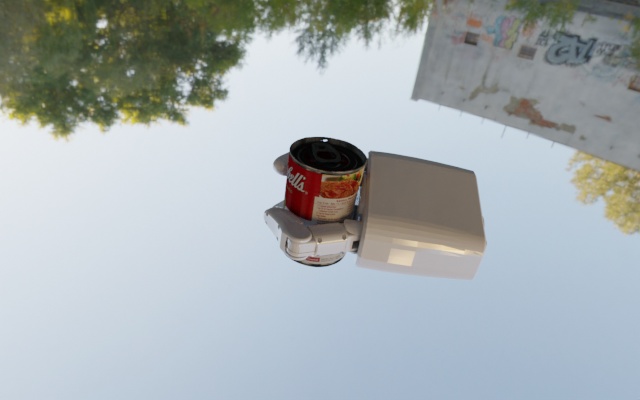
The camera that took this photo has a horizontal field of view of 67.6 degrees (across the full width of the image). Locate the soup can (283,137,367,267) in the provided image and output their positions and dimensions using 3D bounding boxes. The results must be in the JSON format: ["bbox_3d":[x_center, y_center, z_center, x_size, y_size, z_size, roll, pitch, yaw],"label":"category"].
[{"bbox_3d":[0.000,0.002,0.439,0.068,0.102,0.068,7,32,-4],"label":"soup can"}]
